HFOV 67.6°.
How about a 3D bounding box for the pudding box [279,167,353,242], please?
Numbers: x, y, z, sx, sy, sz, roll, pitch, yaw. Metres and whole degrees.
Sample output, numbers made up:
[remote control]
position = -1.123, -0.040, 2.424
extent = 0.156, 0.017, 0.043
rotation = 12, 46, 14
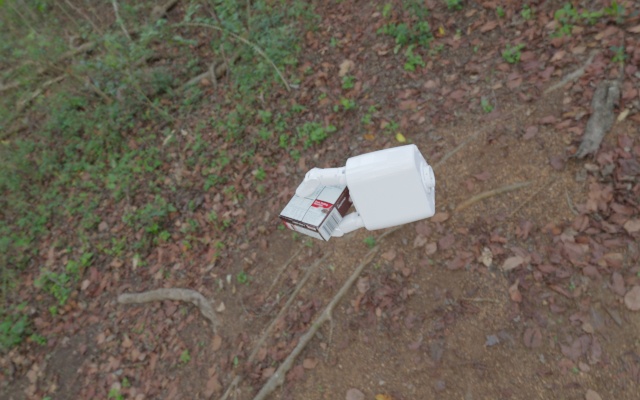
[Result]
[pudding box]
position = 0.000, 0.002, 0.770
extent = 0.090, 0.113, 0.039
rotation = 15, -31, 41
